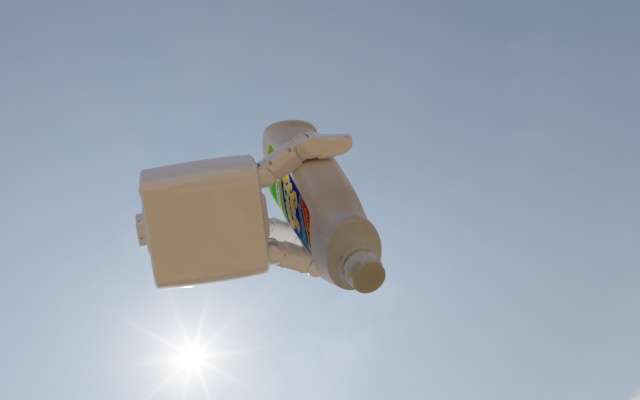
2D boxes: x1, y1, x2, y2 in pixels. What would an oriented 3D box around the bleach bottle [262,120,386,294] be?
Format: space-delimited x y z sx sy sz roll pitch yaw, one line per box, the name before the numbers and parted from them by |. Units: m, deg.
bleach bottle | 0.000 0.002 0.474 0.068 0.103 0.250 -7 26 -16
